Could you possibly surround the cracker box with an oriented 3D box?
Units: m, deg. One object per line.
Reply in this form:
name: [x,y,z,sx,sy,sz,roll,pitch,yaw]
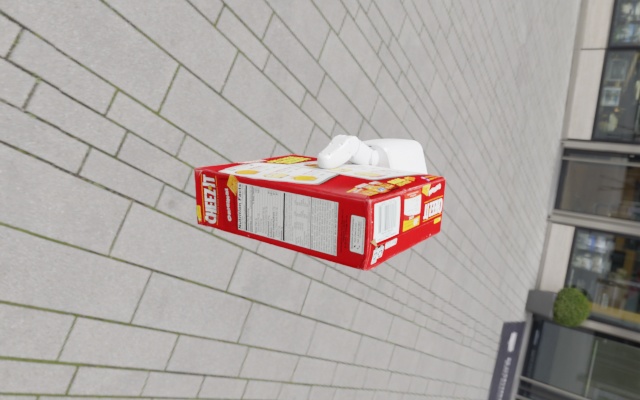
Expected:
cracker box: [0.000,0.002,0.507,0.213,0.072,0.164,11,15,34]
